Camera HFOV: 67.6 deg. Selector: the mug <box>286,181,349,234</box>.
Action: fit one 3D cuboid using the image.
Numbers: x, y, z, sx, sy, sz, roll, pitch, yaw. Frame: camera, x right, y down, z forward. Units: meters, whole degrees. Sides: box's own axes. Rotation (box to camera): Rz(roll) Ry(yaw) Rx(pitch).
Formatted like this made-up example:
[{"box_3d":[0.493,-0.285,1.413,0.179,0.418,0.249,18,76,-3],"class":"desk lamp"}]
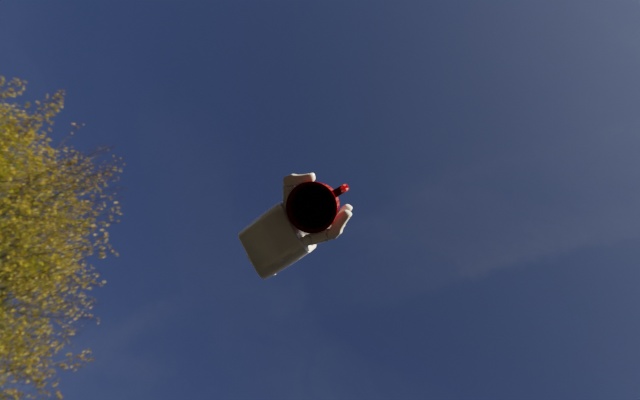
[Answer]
[{"box_3d":[0.001,0.002,0.879,0.117,0.093,0.081,-34,-1,10],"class":"mug"}]
